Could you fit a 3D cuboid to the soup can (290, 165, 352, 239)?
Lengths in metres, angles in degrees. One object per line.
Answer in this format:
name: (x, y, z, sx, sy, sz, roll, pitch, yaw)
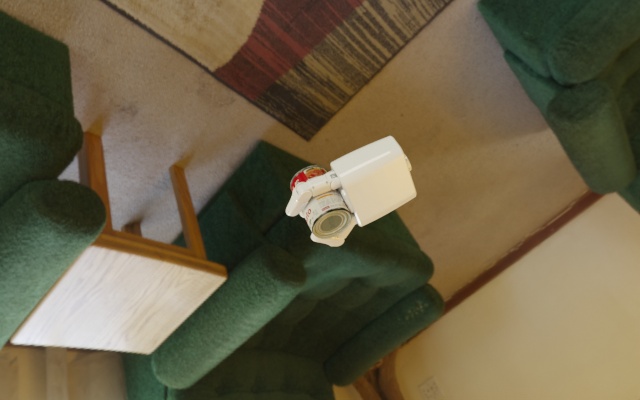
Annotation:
soup can: (0.000, 0.003, 0.763, 0.068, 0.068, 0.102, 0, 44, -31)
